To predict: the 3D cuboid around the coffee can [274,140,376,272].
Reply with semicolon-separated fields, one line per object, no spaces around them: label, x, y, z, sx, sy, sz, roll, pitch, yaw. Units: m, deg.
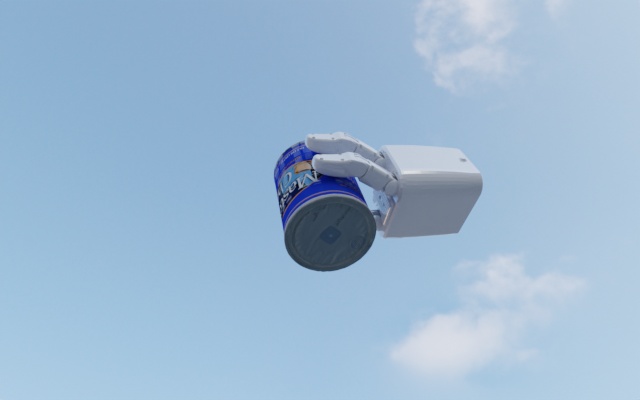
coffee can;0.000;0.002;0.577;0.103;0.103;0.140;0;33;-11
